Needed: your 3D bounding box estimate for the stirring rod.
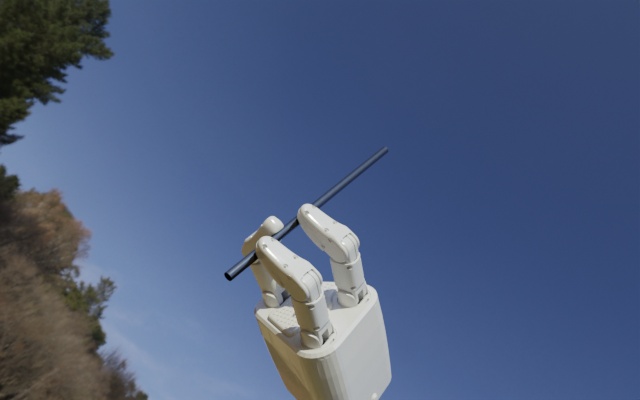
[{"bbox_3d":[0.000,0.002,0.443,0.011,0.011,0.239,0,28,42],"label":"stirring rod"}]
